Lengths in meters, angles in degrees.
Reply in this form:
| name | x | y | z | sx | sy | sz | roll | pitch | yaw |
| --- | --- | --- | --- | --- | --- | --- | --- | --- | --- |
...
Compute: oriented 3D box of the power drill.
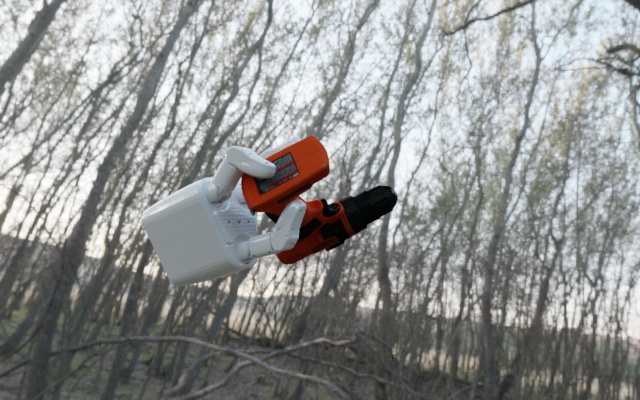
| name | x | y | z | sx | sy | sz | roll | pitch | yaw |
| --- | --- | --- | --- | --- | --- | --- | --- | --- | --- |
| power drill | 0.000 | 0.002 | 0.595 | 0.184 | 0.057 | 0.188 | -29 | -34 | 3 |
